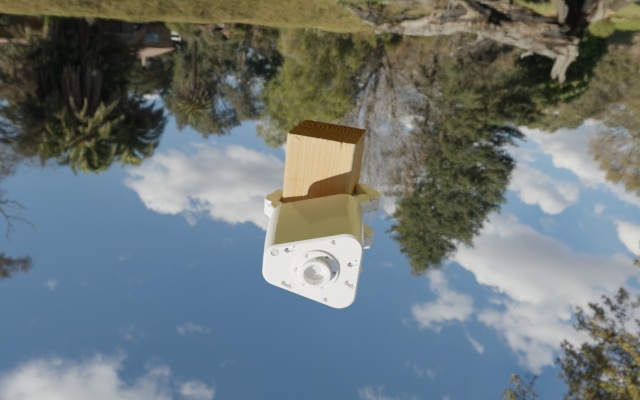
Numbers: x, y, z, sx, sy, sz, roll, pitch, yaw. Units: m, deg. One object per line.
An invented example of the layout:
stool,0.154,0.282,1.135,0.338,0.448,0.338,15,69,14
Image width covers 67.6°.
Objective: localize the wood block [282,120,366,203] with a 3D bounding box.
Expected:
wood block,0.000,0.002,0.668,0.091,0.206,0.090,11,23,10
